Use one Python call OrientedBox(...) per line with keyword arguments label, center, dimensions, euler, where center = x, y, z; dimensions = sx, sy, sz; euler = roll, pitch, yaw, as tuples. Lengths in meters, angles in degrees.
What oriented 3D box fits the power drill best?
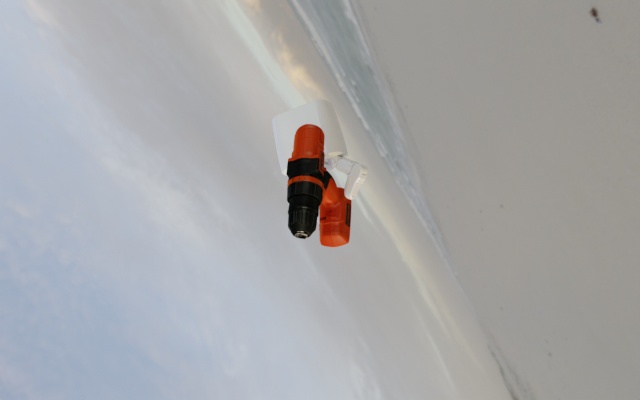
OrientedBox(label="power drill", center=(0.000, 0.002, 0.744), dimensions=(0.057, 0.184, 0.188), euler=(-4, -30, 16))
